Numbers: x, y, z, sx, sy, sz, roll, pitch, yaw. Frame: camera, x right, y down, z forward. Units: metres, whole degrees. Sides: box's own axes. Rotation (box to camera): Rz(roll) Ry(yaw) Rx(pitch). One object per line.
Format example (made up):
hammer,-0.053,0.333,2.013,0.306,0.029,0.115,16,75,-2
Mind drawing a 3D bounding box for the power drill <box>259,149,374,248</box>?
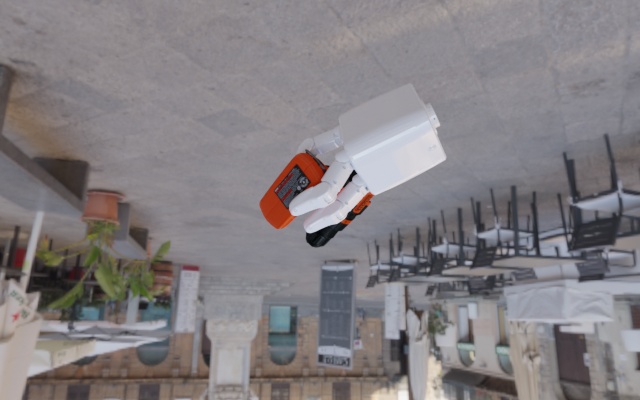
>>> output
power drill,0.000,0.002,0.693,0.057,0.184,0.187,49,23,24
